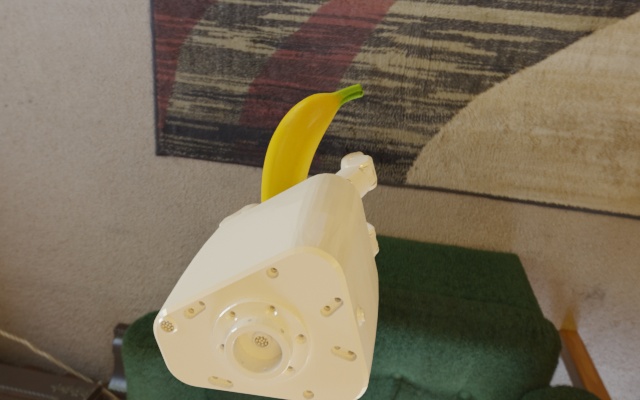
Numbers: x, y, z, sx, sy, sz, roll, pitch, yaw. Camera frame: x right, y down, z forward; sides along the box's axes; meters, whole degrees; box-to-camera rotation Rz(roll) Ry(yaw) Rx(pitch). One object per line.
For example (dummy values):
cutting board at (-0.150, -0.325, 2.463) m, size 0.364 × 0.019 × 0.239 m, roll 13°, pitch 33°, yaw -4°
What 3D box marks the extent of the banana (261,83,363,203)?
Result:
banana at (-0.018, -0.006, 0.410) m, size 0.069 × 0.198 × 0.037 m, roll 12°, pitch 20°, yaw -1°
